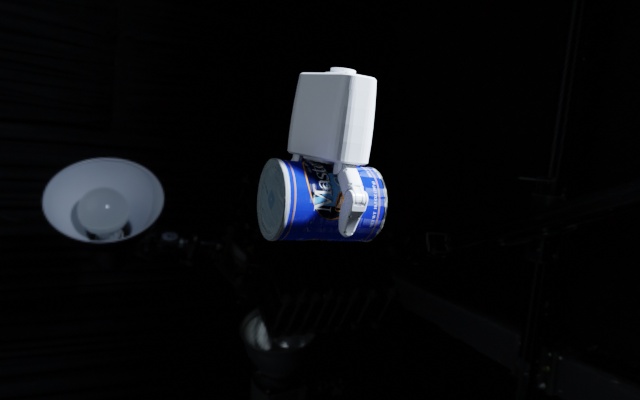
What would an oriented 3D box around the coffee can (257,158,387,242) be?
[{"bbox_3d":[0.000,0.002,0.621,0.140,0.103,0.103,3,-1,-26],"label":"coffee can"}]
